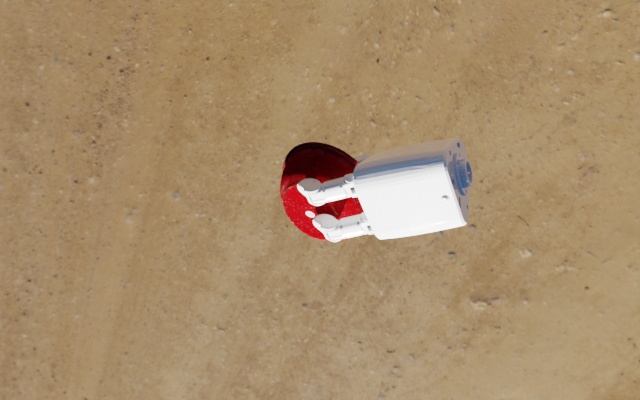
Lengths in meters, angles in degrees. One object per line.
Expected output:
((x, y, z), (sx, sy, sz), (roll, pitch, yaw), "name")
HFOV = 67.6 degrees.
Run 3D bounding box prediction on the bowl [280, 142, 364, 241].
((-0.001, 0.003, 0.661), (0.162, 0.162, 0.055), (0, 35, 40), "bowl")
